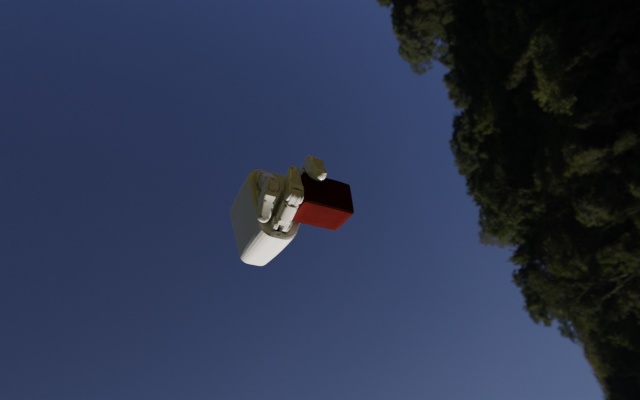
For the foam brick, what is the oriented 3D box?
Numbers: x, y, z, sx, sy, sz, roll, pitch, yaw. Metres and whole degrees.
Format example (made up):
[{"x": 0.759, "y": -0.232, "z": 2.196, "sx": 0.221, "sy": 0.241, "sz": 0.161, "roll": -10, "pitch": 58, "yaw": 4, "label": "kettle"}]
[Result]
[{"x": 0.000, "y": 0.002, "z": 0.685, "sx": 0.078, "sy": 0.053, "sz": 0.051, "roll": 15, "pitch": -41, "yaw": -22, "label": "foam brick"}]
